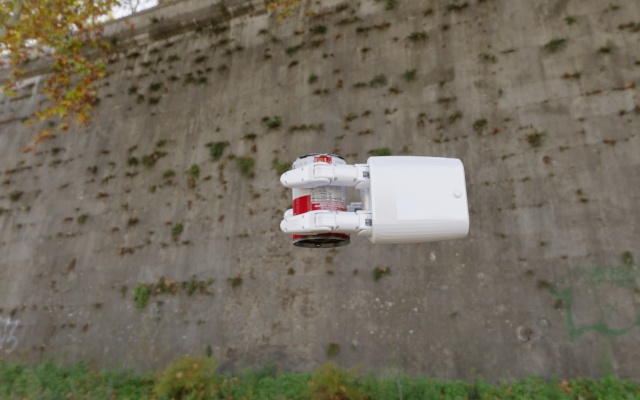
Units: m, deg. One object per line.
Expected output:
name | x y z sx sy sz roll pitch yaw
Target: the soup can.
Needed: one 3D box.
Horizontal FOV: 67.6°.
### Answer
soup can | 0.000 0.002 0.575 0.068 0.102 0.068 -1 -14 0
